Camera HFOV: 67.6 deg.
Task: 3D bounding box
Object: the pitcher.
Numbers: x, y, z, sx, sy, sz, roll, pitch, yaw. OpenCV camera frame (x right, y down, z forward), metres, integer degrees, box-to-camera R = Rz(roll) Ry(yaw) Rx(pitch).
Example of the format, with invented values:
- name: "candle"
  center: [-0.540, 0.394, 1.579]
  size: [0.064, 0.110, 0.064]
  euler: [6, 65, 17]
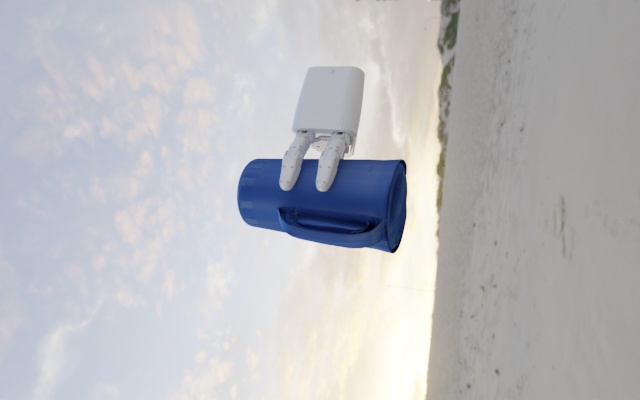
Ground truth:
- name: "pitcher"
  center: [0.000, 0.002, 0.700]
  size: [0.243, 0.145, 0.149]
  euler: [5, -15, 21]
